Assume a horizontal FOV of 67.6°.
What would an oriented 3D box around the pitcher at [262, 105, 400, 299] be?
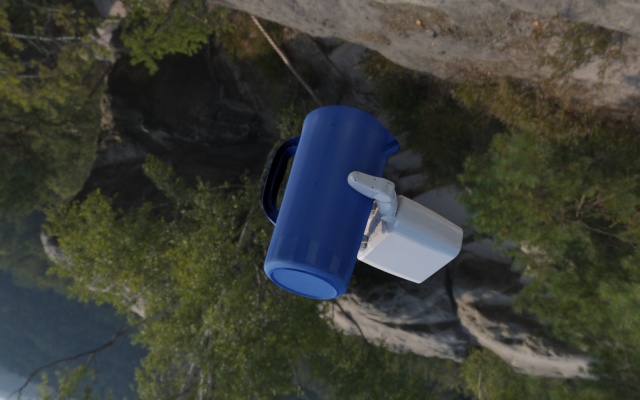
[{"bbox_3d":[0.000,0.002,0.650,0.145,0.242,0.149,25,-29,-15],"label":"pitcher"}]
